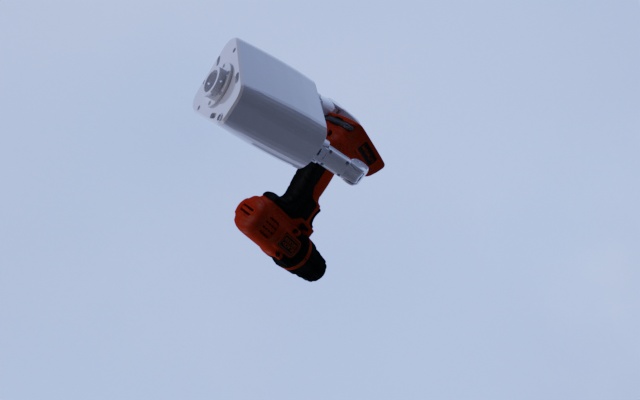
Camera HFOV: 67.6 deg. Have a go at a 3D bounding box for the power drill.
[{"bbox_3d":[0.000,0.001,0.592,0.057,0.187,0.184,29,-12,36],"label":"power drill"}]
